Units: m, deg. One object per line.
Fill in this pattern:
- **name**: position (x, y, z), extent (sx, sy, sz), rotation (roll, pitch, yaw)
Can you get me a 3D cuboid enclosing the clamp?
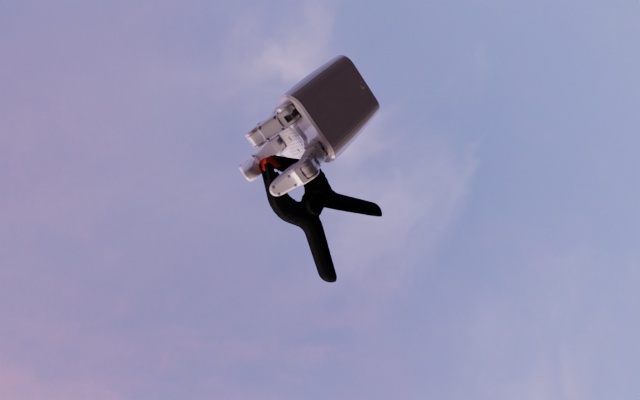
- **clamp**: position (0.000, 0.002, 0.587), extent (0.120, 0.171, 0.039), rotation (-45, 18, -28)
